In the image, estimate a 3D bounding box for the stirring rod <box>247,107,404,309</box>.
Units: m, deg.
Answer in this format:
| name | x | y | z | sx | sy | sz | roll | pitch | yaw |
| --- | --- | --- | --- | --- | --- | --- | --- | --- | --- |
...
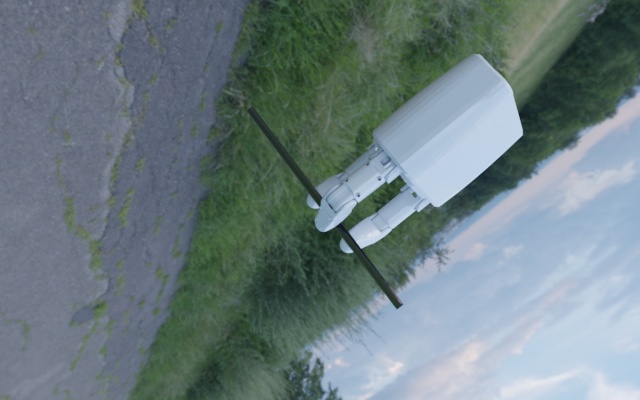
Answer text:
| name | x | y | z | sx | sy | sz | roll | pitch | yaw |
| --- | --- | --- | --- | --- | --- | --- | --- | --- | --- |
| stirring rod | 0.000 | 0.001 | 0.452 | 0.011 | 0.239 | 0.011 | -35 | -14 | -10 |
